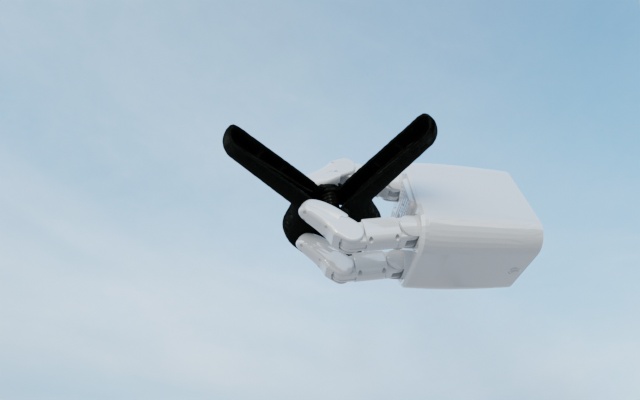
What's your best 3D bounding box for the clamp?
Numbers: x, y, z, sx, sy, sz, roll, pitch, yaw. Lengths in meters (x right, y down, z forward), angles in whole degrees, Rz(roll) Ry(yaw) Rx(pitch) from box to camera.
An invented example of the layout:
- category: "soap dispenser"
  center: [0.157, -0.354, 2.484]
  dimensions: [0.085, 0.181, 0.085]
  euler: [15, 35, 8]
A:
- category: "clamp"
  center: [0.000, 0.001, 0.435]
  dimensions: [0.164, 0.036, 0.210]
  euler: [2, -38, -5]
